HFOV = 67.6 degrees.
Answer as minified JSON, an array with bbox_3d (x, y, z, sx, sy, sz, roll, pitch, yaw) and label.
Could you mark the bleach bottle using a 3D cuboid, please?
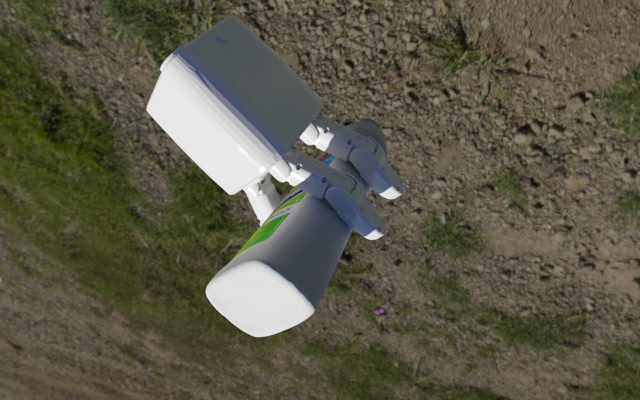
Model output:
[{"bbox_3d":[0.000,0.001,0.444,0.102,0.068,0.250,-33,18,43],"label":"bleach bottle"}]
